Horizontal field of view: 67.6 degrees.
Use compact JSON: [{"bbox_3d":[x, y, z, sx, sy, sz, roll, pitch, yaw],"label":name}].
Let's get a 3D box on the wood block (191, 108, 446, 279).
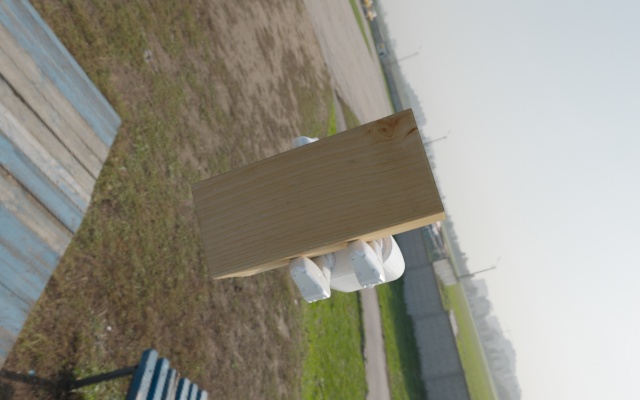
[{"bbox_3d":[0.000,0.001,0.440,0.206,0.091,0.090,-18,-11,13],"label":"wood block"}]
